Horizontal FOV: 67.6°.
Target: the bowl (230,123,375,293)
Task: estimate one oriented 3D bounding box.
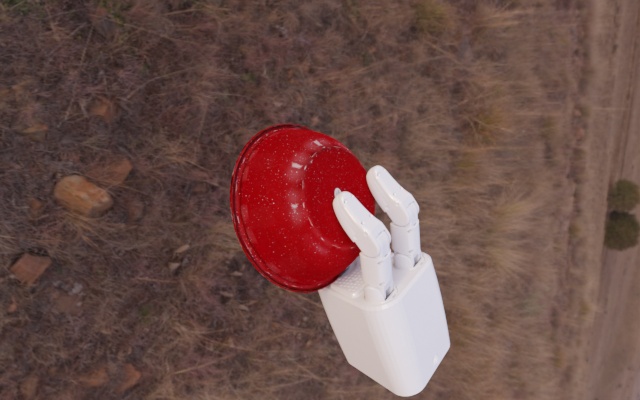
[{"bbox_3d":[0.000,0.000,0.434,0.162,0.162,0.055,0,-10,-44],"label":"bowl"}]
